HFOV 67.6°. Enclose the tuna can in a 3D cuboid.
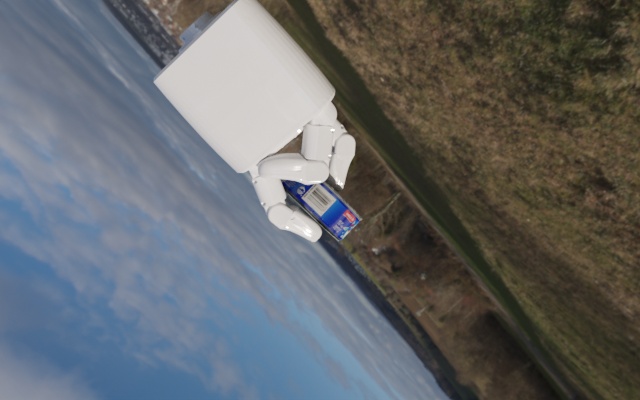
[{"bbox_3d":[0.000,0.002,0.484,0.086,0.034,0.086,43,-1,1],"label":"tuna can"}]
